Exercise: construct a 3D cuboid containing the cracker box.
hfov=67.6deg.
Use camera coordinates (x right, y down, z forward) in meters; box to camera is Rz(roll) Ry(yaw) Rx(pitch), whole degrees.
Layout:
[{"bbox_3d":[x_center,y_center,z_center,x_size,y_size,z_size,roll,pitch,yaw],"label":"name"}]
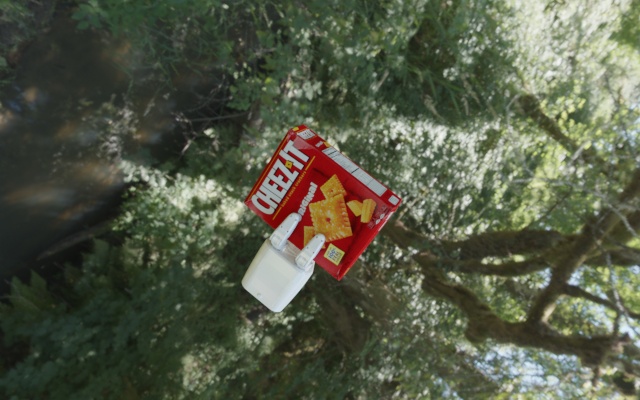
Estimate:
[{"bbox_3d":[0.000,0.003,0.802,0.213,0.164,0.072,38,23,7],"label":"cracker box"}]
